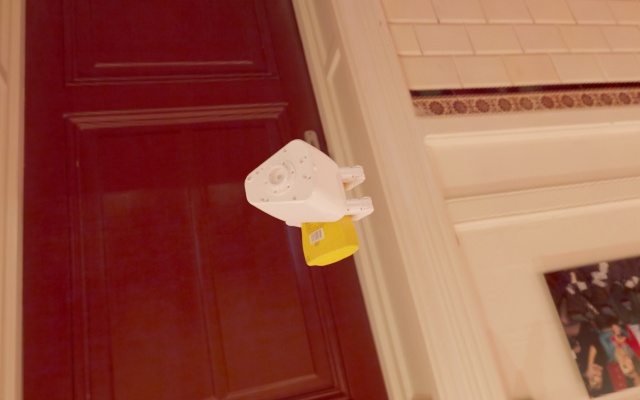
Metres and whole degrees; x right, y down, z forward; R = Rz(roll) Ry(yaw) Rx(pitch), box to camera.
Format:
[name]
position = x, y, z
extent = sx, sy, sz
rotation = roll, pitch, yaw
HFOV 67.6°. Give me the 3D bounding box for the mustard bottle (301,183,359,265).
[mustard bottle]
position = 0.000, 0.003, 0.775
extent = 0.058, 0.191, 0.096
rotation = 6, -27, -41
